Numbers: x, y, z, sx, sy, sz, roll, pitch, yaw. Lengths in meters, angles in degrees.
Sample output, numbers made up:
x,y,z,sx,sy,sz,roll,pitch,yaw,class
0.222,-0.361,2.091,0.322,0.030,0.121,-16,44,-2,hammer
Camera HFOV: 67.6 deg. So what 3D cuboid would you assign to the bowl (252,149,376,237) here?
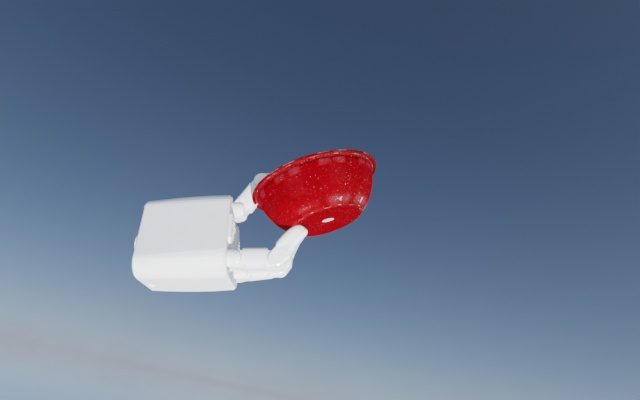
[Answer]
x,y,z,sx,sy,sz,roll,pitch,yaw,class
0.001,0.002,0.590,0.162,0.055,0.162,-15,-22,-6,bowl
